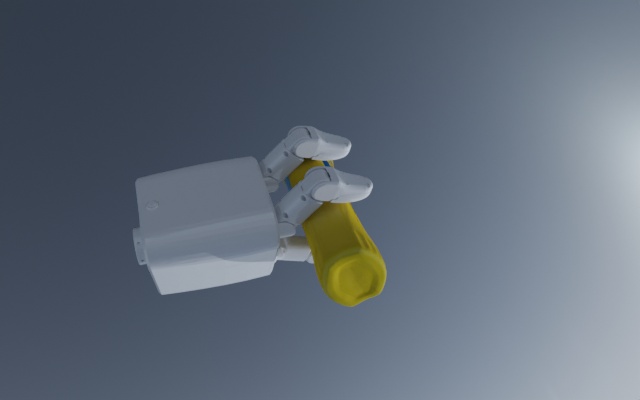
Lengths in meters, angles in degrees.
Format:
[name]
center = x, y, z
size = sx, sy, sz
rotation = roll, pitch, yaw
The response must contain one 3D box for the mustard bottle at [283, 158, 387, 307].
[mustard bottle]
center = 0.000, 0.002, 0.463
size = 0.058, 0.191, 0.096
rotation = -26, -38, 2
